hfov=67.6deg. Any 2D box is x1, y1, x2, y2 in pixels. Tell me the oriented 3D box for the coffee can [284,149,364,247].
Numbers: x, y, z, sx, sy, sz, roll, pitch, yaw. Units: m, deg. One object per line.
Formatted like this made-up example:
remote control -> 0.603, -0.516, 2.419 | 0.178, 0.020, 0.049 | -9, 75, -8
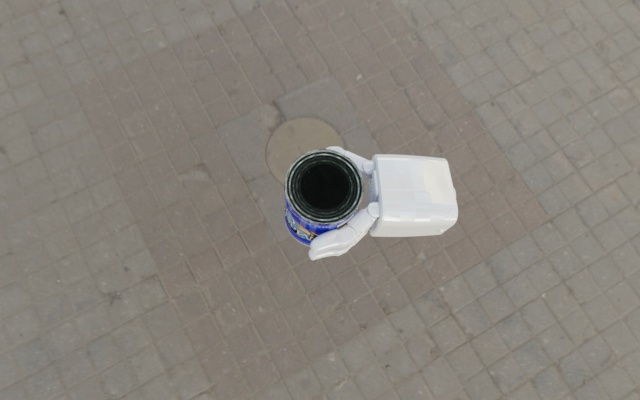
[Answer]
coffee can -> 0.000, 0.002, 0.672 | 0.103, 0.102, 0.140 | 0, -17, -4
